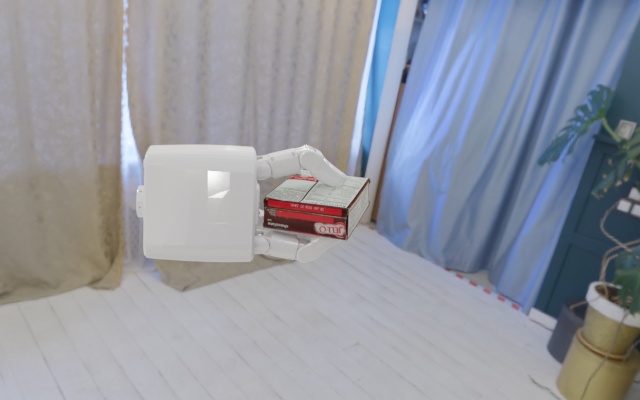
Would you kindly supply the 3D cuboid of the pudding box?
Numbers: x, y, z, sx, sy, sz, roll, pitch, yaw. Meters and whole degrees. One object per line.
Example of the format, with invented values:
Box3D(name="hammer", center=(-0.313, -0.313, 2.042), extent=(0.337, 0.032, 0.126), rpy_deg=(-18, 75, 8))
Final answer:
Box3D(name="pudding box", center=(0.000, 0.002, 0.516), extent=(0.090, 0.039, 0.113), rpy_deg=(9, 22, 15))
